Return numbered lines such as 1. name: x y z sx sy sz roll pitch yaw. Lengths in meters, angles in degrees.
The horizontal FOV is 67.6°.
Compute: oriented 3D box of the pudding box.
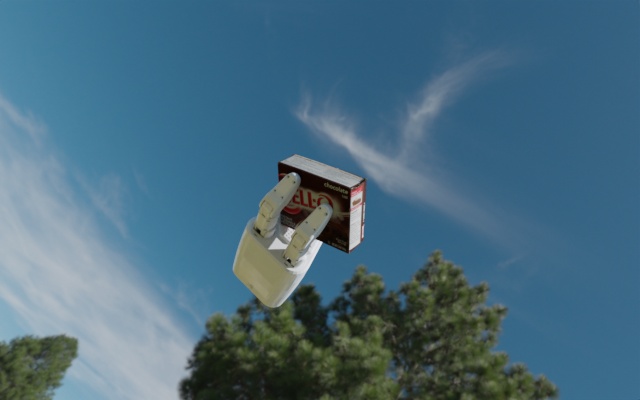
1. pudding box: 0.000 0.002 0.583 0.113 0.090 0.039 20 36 31
